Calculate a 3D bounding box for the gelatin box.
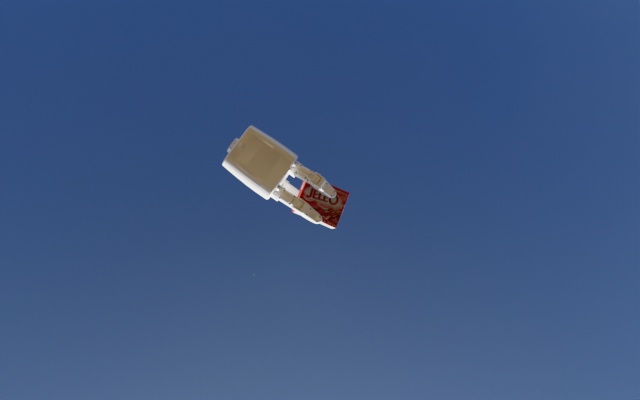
[{"bbox_3d":[0.000,0.003,0.896,0.089,0.073,0.030,24,-9,-13],"label":"gelatin box"}]
